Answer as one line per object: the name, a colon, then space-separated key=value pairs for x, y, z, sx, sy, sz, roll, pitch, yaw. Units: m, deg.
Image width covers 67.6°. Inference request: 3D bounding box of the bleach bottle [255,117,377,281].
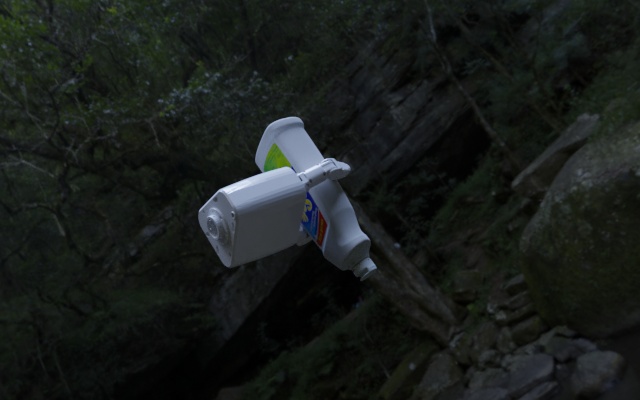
bleach bottle: x=0.000 y=0.002 z=0.693 sx=0.068 sy=0.250 sz=0.103 roll=-21 pitch=-25 yaw=-37
